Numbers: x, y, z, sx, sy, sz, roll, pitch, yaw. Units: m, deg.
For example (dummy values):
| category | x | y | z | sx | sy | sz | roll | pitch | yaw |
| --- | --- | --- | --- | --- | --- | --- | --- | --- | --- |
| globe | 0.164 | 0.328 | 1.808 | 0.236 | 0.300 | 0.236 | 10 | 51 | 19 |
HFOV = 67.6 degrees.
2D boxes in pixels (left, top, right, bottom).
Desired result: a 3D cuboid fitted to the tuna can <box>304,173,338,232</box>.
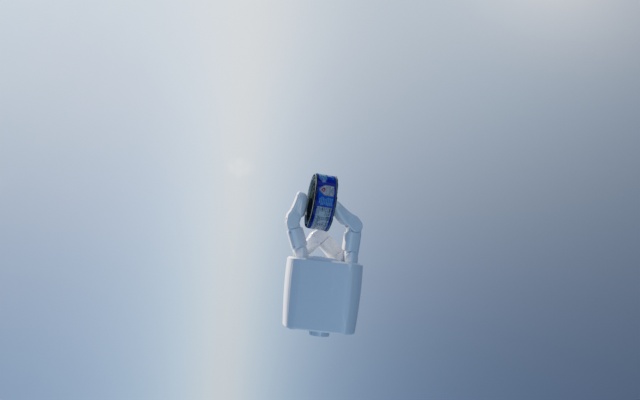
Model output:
| category | x | y | z | sx | sy | sz | roll | pitch | yaw |
| --- | --- | --- | --- | --- | --- | --- | --- | --- | --- |
| tuna can | 0.000 | 0.002 | 0.719 | 0.034 | 0.086 | 0.086 | 10 | -2 | -9 |
